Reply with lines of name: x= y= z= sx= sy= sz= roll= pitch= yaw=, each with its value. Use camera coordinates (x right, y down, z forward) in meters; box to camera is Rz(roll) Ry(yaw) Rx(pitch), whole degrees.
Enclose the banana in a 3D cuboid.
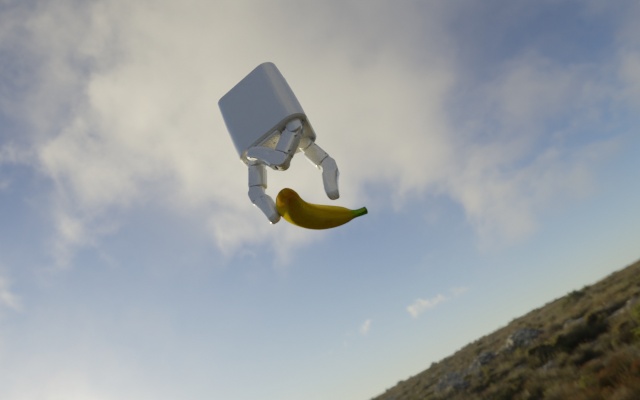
banana: x=-0.011 y=0.013 z=0.672 sx=0.070 sy=0.037 sz=0.198 roll=-39 pitch=-26 yaw=25
